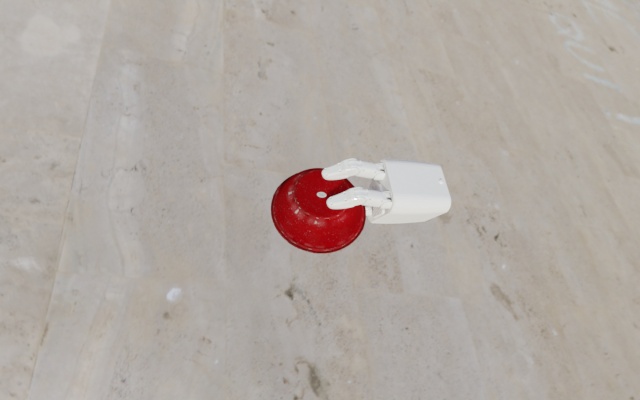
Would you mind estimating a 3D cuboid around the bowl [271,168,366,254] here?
[{"bbox_3d":[-0.001,0.003,0.778,0.162,0.162,0.055,0,-31,-8],"label":"bowl"}]
